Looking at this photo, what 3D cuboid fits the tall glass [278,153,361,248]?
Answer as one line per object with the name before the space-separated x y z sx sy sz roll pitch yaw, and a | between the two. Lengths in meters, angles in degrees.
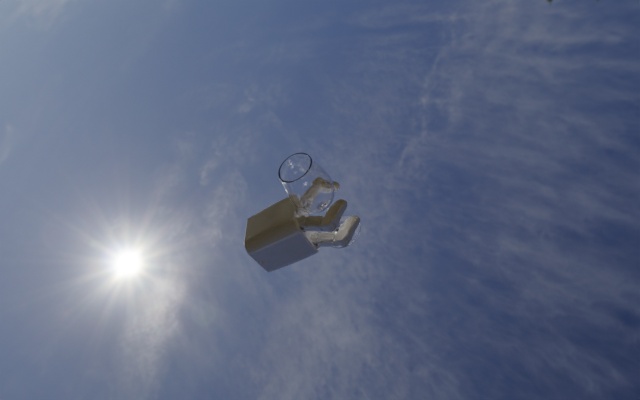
tall glass | 0.001 0.003 0.846 0.079 0.079 0.201 0 -35 31
